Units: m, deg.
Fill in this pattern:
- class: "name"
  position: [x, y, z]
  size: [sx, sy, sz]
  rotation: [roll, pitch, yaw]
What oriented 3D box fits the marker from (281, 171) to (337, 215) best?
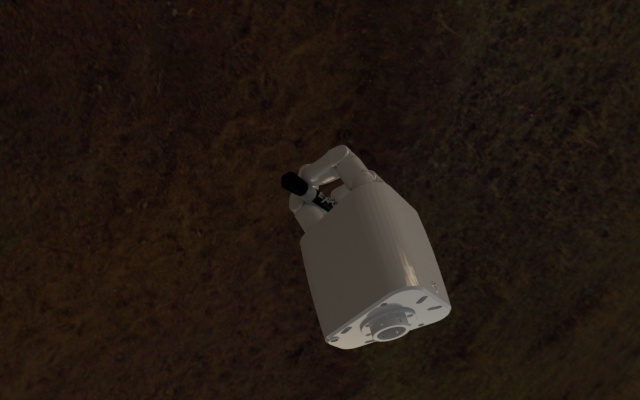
- class: "marker"
  position: [0.000, 0.002, 0.503]
  size: [0.020, 0.020, 0.121]
  rotation: [0, -23, 38]
